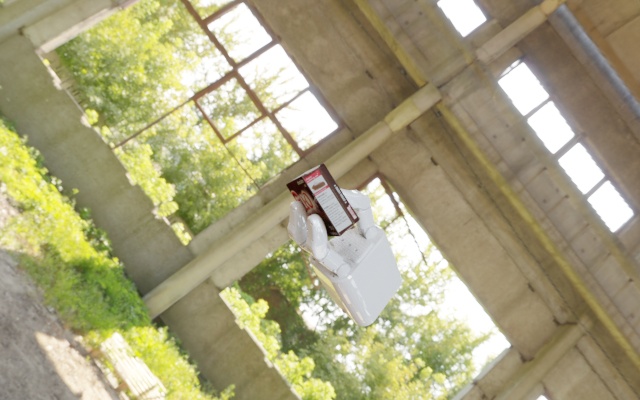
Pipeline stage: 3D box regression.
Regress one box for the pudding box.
[{"bbox_3d":[0.000,0.002,0.639,0.039,0.090,0.113,-35,5,-16],"label":"pudding box"}]
